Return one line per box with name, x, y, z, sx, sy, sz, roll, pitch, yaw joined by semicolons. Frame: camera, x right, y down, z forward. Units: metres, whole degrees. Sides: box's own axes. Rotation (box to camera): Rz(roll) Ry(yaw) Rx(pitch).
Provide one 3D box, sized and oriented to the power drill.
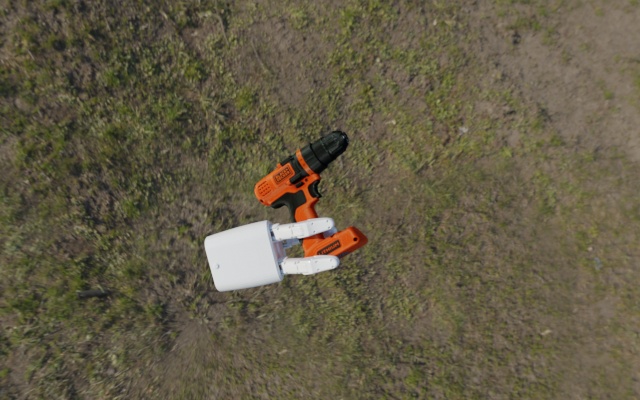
power drill;0.000;0.003;0.769;0.184;0.187;0.057;-34;-18;20
